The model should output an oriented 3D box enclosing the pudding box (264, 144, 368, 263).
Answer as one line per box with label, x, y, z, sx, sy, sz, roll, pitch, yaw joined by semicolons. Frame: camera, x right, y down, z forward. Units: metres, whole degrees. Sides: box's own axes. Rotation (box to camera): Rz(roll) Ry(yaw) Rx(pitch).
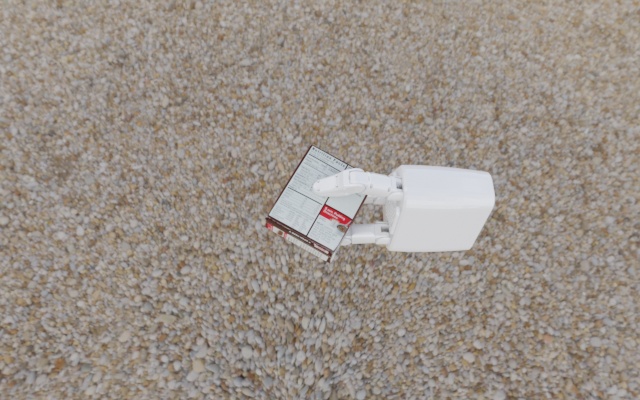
pudding box;0.000;0.002;0.559;0.090;0.113;0.039;28;-26;5
